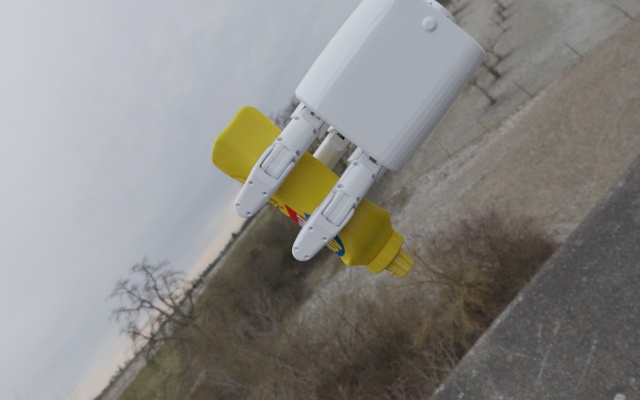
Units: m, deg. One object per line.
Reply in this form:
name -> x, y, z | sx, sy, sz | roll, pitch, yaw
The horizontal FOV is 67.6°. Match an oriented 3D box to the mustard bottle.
mustard bottle -> 0.000, 0.001, 0.407 | 0.191, 0.058, 0.096 | 37, -11, -3
